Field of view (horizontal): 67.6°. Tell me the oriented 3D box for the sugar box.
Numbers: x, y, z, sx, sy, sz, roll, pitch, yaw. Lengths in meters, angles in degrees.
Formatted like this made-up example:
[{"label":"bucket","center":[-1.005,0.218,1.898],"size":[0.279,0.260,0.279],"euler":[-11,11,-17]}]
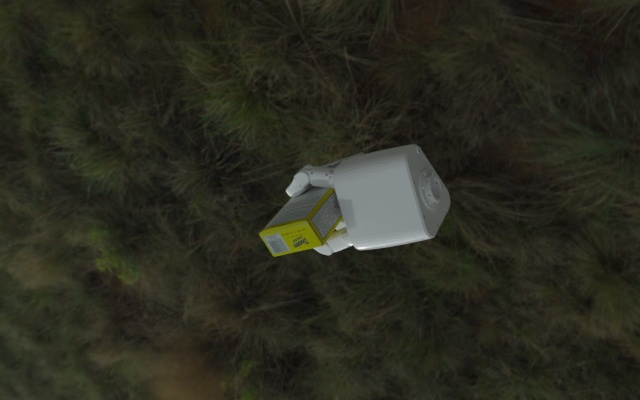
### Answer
[{"label":"sugar box","center":[0.000,0.003,0.660],"size":[0.093,0.048,0.176],"euler":[-15,22,40]}]
